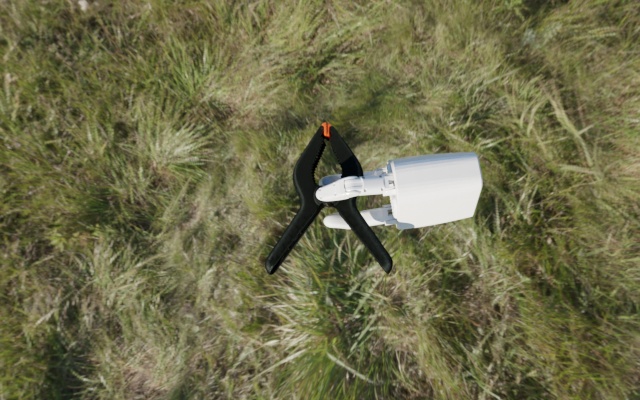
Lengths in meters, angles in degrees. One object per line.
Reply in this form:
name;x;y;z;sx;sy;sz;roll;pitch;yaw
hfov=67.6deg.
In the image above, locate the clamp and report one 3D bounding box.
clamp;0.000;0.001;0.633;0.164;0.210;0.036;-8;-12;4
